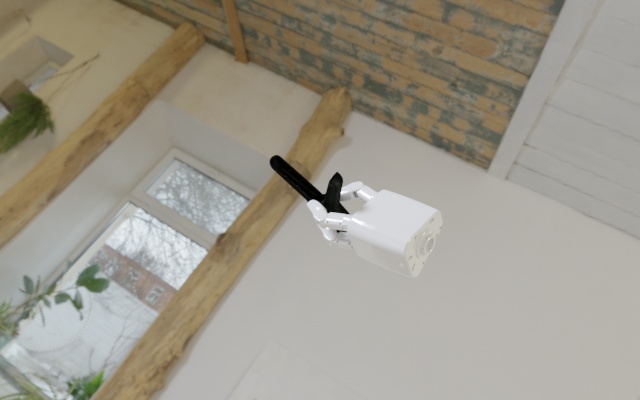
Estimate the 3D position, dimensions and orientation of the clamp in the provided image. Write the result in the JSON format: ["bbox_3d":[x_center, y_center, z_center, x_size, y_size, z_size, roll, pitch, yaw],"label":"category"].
[{"bbox_3d":[0.001,0.003,0.844,0.164,0.036,0.210,25,-25,37],"label":"clamp"}]
